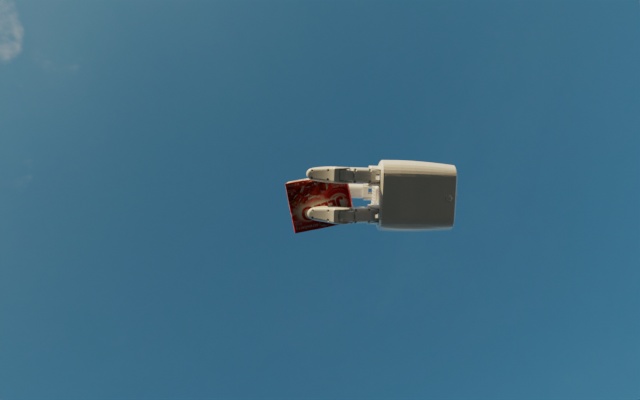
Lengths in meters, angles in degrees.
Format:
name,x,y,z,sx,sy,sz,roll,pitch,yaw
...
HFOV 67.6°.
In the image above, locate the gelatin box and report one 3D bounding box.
name,x,y,z,sx,sy,sz,roll,pitch,yaw
gelatin box,0.000,0.002,0.682,0.089,0.073,0.030,-11,5,6
